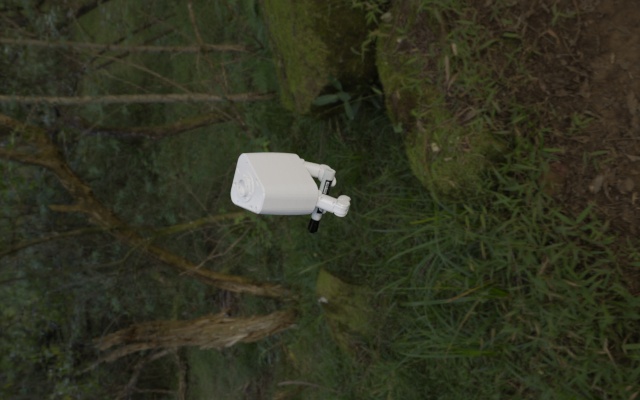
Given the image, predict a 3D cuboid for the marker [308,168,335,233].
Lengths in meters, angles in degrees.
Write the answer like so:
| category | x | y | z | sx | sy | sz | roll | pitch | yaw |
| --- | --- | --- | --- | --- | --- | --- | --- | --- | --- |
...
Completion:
| category | x | y | z | sx | sy | sz | roll | pitch | yaw |
| --- | --- | --- | --- | --- | --- | --- | --- | --- | --- |
| marker | 0.000 | 0.003 | 0.828 | 0.020 | 0.121 | 0.020 | 15 | 21 | -6 |
